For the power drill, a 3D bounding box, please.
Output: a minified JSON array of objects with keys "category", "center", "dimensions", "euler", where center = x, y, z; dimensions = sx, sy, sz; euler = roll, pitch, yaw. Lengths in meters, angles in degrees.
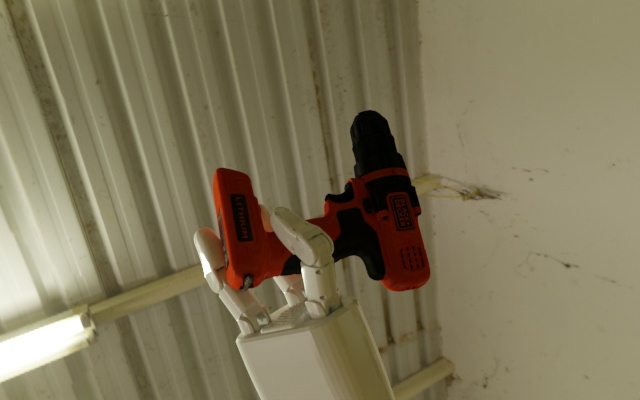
[{"category":"power drill","center":[0.000,0.002,0.440],"dimensions":[0.187,0.184,0.057],"euler":[-6,-21,-16]}]
